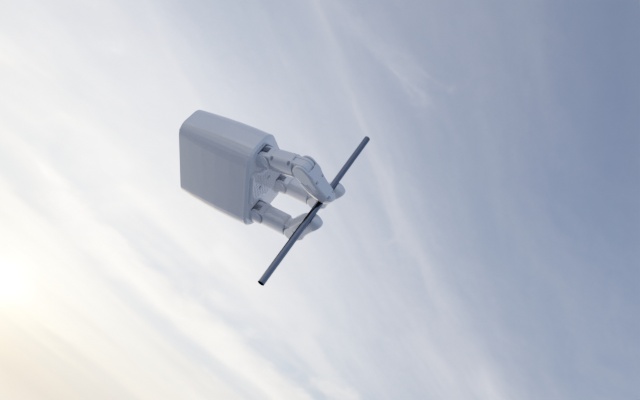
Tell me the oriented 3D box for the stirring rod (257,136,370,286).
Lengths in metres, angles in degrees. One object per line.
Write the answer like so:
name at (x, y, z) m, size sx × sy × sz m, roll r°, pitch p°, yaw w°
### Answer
stirring rod at (0.000, 0.002, 0.539) m, size 0.011 × 0.011 × 0.239 m, roll 0°, pitch 42°, yaw 42°
